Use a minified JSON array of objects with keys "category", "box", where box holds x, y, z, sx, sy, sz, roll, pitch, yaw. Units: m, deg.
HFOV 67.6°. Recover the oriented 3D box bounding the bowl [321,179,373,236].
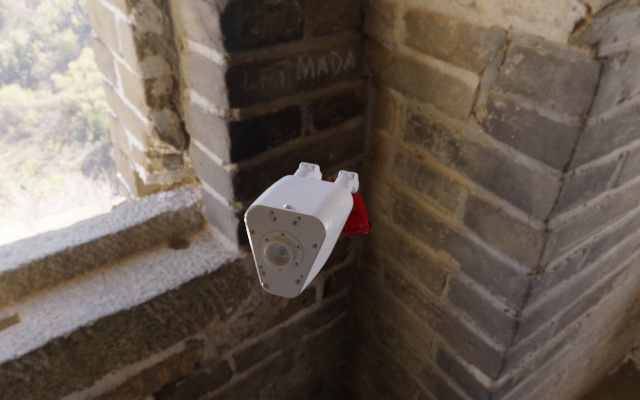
[{"category":"bowl","box":[0.000,0.002,0.699,0.162,0.055,0.162,8,11,-2]}]
